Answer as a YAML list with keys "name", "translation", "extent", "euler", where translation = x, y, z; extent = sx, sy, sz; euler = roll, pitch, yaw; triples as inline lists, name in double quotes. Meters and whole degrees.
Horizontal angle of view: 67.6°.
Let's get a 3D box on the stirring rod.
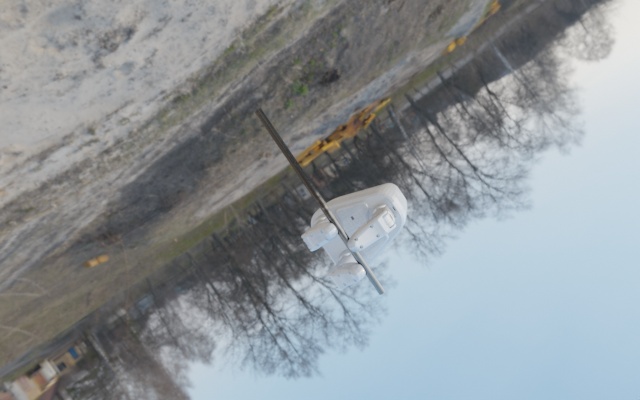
- name: "stirring rod"
  translation: [0.000, 0.002, 0.519]
  extent: [0.011, 0.239, 0.011]
  euler: [-34, 2, 1]
